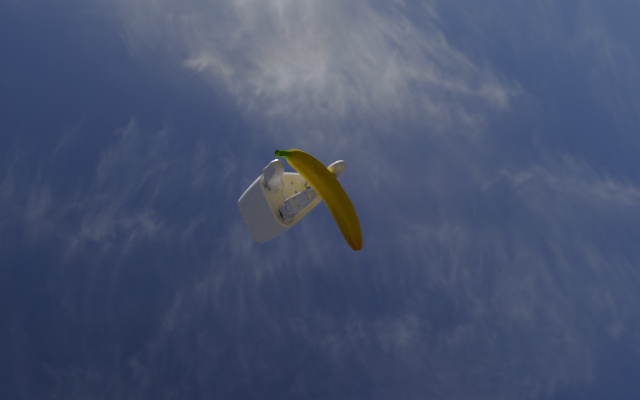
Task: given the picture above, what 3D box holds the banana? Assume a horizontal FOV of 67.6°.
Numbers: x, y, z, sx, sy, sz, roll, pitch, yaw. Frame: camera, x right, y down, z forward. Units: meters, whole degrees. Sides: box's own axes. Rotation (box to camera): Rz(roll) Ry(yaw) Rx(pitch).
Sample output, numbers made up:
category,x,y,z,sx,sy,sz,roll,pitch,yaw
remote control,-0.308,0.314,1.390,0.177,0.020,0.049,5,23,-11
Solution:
category,x,y,z,sx,sy,sz,roll,pitch,yaw
banana,0.007,-0.010,0.741,0.037,0.198,0.069,-33,11,46
